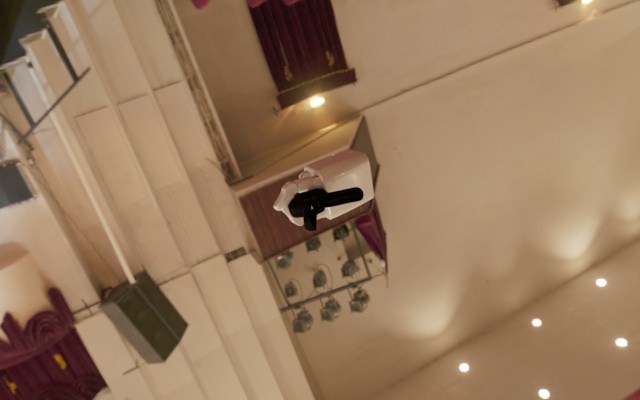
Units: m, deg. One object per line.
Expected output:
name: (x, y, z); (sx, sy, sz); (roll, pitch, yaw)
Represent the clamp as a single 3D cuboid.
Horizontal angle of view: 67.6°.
clamp: (0.000, 0.003, 0.858); (0.120, 0.039, 0.171); (-24, 20, -16)
